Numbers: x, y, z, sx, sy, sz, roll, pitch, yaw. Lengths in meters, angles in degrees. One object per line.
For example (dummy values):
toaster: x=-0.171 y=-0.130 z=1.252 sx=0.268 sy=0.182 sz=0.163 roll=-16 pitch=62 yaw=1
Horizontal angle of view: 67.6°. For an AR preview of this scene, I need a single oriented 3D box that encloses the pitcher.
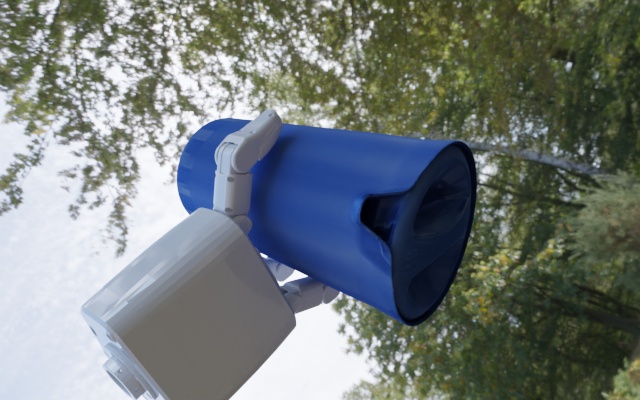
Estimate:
pitcher: x=0.000 y=0.001 z=0.408 sx=0.243 sy=0.149 sz=0.145 roll=16 pitch=45 yaw=35
